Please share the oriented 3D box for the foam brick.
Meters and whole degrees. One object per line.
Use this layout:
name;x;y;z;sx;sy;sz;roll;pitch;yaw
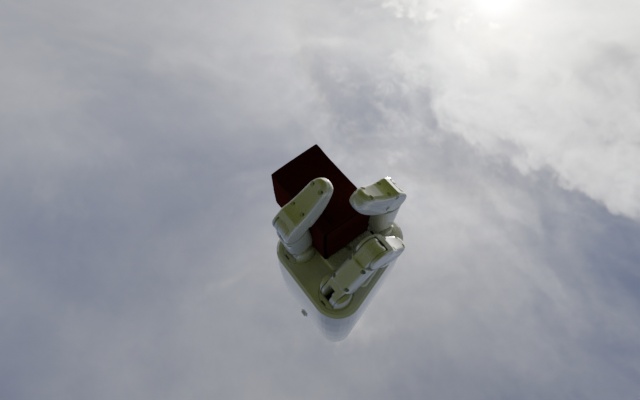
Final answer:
foam brick;0.000;0.001;0.425;0.053;0.078;0.051;-34;-24;-16
